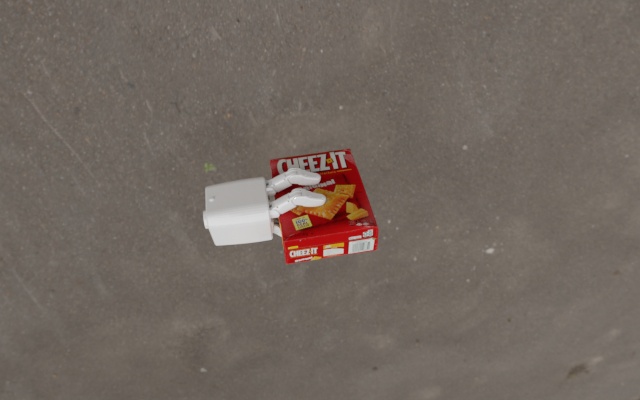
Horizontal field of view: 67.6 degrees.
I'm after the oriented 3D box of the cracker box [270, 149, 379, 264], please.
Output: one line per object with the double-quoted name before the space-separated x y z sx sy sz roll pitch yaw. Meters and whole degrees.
"cracker box" 0.000 0.003 0.874 0.164 0.213 0.072 -8 -43 -7
